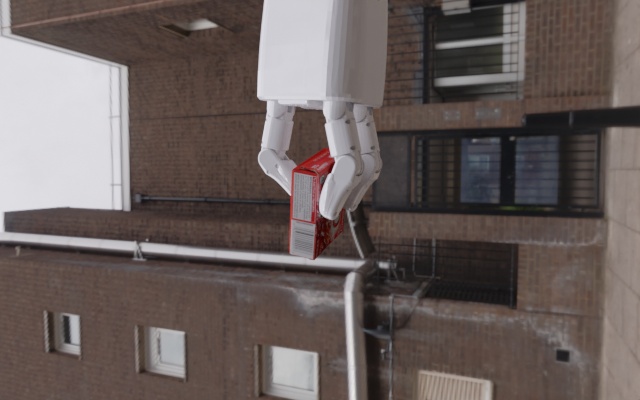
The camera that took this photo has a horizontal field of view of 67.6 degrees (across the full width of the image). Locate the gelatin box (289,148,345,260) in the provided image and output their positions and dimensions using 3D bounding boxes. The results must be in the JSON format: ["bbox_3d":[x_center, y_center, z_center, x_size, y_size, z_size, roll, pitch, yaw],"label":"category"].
[{"bbox_3d":[0.000,0.002,0.459,0.030,0.089,0.073,13,24,21],"label":"gelatin box"}]
